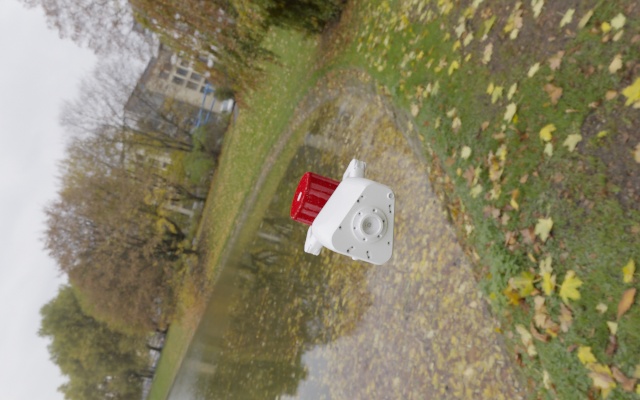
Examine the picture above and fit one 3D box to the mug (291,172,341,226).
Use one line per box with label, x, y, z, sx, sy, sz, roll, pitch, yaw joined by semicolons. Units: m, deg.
mug;0.000;0.002;0.780;0.081;0.093;0.117;18;0;-13
